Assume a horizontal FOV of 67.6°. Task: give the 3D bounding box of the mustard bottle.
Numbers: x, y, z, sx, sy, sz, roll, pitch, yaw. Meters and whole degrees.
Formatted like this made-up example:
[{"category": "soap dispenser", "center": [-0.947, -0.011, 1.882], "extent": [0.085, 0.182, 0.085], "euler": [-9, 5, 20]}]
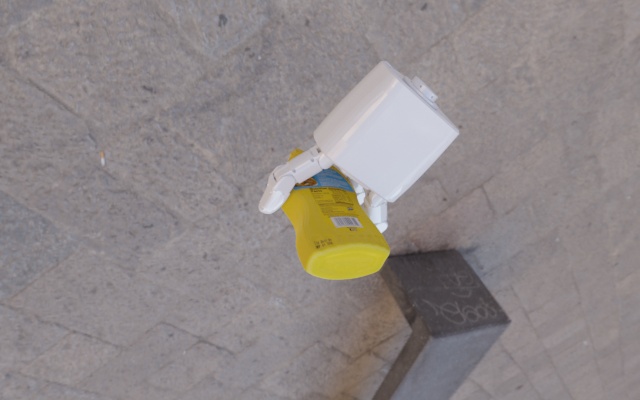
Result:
[{"category": "mustard bottle", "center": [0.000, 0.002, 0.554], "extent": [0.096, 0.058, 0.191], "euler": [1, 41, -26]}]
